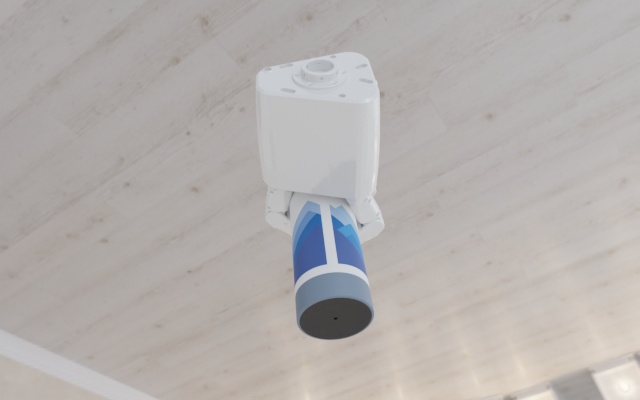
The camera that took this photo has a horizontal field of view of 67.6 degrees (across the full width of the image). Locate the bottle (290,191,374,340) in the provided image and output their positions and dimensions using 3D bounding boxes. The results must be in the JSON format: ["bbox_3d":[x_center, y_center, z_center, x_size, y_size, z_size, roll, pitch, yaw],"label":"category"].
[{"bbox_3d":[0.000,0.002,0.511,0.069,0.069,0.295,0,42,-7],"label":"bottle"}]
